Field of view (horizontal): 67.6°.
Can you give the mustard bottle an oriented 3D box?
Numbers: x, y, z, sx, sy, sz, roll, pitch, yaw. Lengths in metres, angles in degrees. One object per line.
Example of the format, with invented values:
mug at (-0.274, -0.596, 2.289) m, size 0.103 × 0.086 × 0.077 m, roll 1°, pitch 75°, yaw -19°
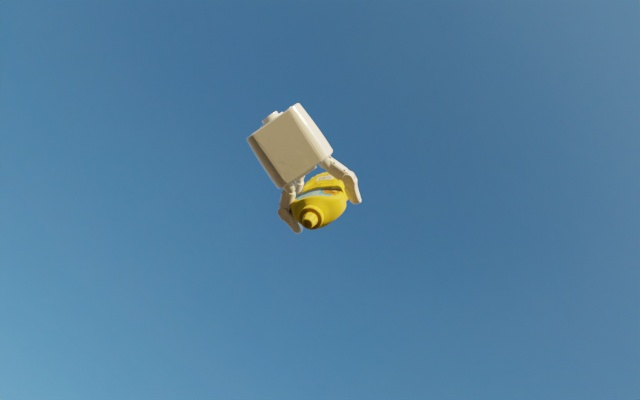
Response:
mustard bottle at (0.000, 0.003, 0.855) m, size 0.096 × 0.058 × 0.191 m, roll -5°, pitch 19°, yaw 16°
